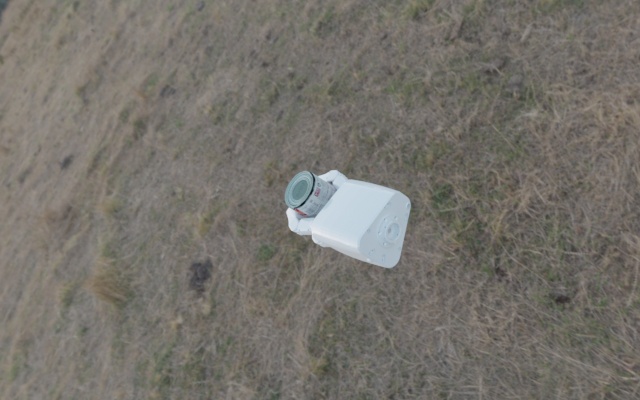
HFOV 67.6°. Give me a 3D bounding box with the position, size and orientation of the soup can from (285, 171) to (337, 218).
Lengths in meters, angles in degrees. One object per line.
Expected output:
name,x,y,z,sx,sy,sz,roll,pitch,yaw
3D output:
soup can,0.000,0.002,0.786,0.102,0.068,0.068,30,-19,-37
